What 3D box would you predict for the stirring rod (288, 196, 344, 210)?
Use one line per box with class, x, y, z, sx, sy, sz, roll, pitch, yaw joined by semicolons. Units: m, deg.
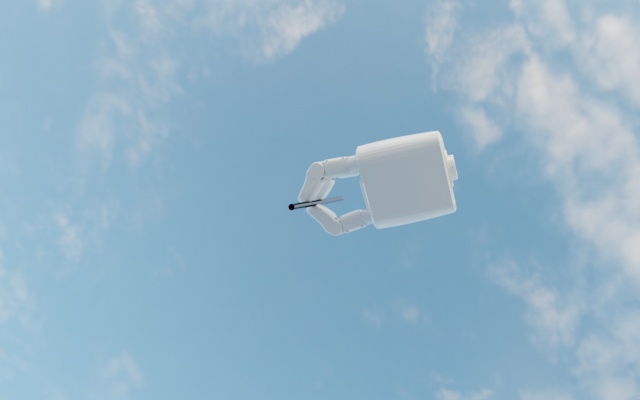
stirring rod;0.000;0.002;0.683;0.011;0.011;0.239;0;3;17
